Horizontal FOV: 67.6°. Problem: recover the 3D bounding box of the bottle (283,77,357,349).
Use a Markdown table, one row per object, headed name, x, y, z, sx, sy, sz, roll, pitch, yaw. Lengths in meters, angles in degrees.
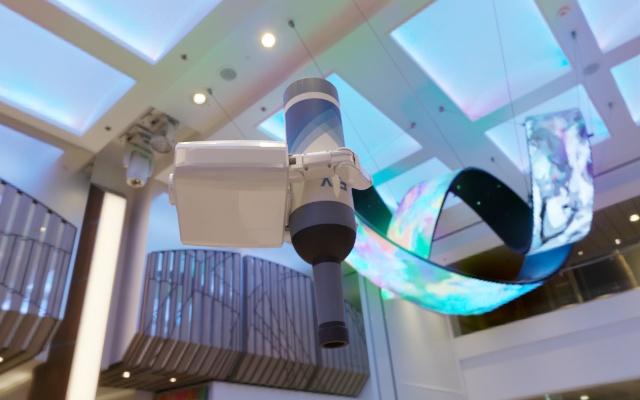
| name | x | y | z | sx | sy | sz | roll | pitch | yaw |
| --- | --- | --- | --- | --- | --- | --- | --- | --- | --- |
| bottle | 0.000 | 0.001 | 0.494 | 0.069 | 0.295 | 0.069 | -4 | -31 | -2 |
